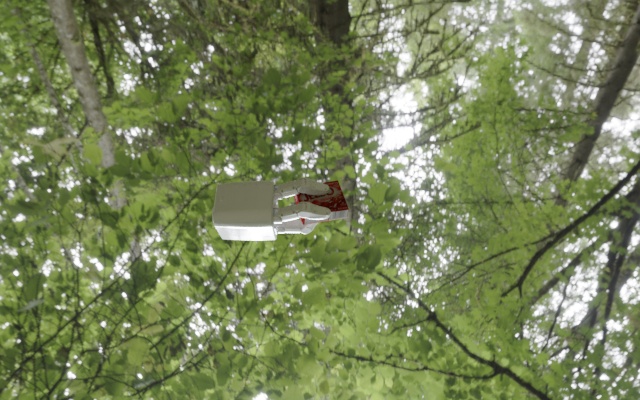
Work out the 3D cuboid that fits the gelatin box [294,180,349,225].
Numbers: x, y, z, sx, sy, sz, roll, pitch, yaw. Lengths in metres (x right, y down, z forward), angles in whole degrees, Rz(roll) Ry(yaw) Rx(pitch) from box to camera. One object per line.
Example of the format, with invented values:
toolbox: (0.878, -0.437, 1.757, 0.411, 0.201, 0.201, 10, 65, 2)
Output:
gelatin box: (0.000, 0.003, 0.890, 0.089, 0.073, 0.030, -9, -38, -13)
